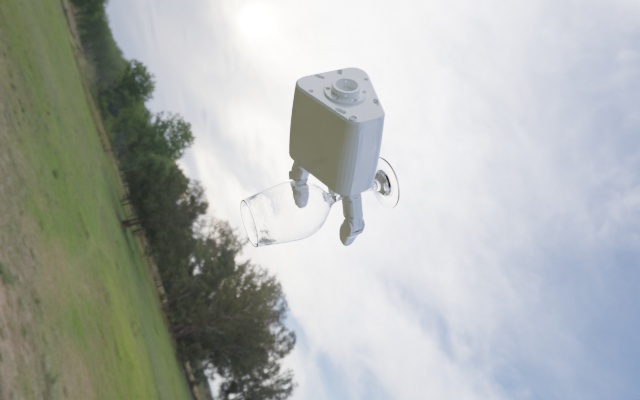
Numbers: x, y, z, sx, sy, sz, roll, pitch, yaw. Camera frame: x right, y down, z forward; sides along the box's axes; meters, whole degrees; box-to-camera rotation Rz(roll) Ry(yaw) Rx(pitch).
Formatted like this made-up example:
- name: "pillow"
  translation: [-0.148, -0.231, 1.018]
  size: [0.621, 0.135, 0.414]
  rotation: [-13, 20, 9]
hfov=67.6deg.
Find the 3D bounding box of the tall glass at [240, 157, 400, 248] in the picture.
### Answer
- name: "tall glass"
  translation: [0.001, 0.002, 0.625]
  size: [0.201, 0.079, 0.079]
  rotation: [-17, 6, -21]
